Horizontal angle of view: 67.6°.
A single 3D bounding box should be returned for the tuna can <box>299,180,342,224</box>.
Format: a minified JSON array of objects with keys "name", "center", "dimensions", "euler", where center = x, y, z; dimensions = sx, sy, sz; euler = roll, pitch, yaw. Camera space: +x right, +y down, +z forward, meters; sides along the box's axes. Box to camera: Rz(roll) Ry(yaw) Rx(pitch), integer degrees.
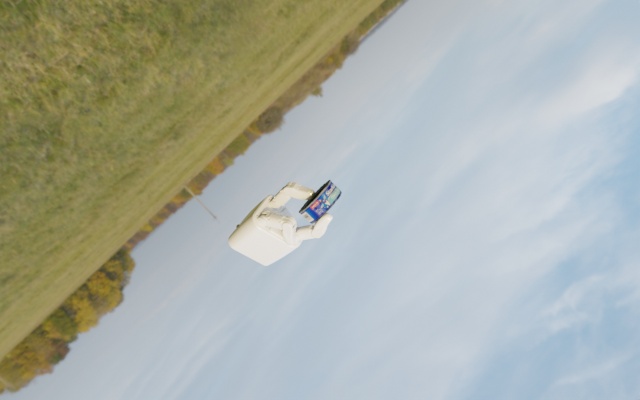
[{"name":"tuna can","center":[0.001,0.003,0.899],"dimensions":[0.034,0.086,0.086],"euler":[44,-6,-7]}]
